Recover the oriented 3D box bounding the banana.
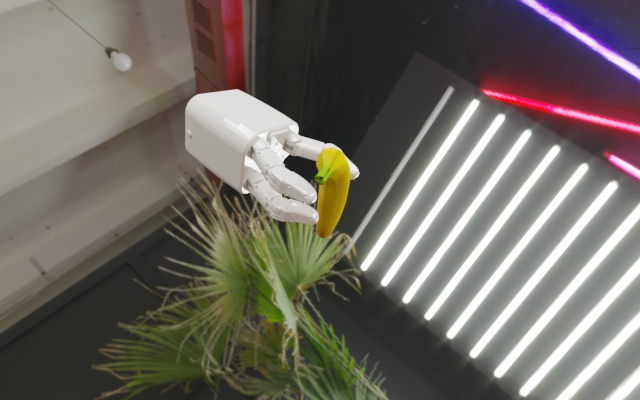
[{"bbox_3d":[0.010,-0.014,0.595,0.037,0.069,0.198,30,-19,15],"label":"banana"}]
